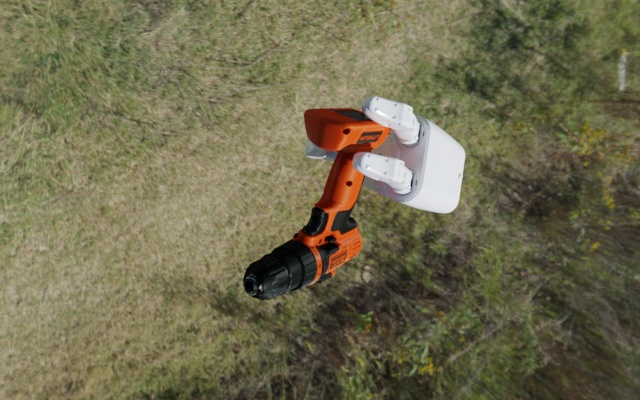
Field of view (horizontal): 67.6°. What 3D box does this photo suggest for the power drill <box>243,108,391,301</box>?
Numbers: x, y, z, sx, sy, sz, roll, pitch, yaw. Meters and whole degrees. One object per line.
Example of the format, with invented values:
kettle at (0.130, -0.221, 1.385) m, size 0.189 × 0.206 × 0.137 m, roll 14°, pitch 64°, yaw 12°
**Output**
power drill at (0.000, 0.001, 0.492) m, size 0.057 × 0.188 × 0.184 m, roll 26°, pitch 24°, yaw 25°
